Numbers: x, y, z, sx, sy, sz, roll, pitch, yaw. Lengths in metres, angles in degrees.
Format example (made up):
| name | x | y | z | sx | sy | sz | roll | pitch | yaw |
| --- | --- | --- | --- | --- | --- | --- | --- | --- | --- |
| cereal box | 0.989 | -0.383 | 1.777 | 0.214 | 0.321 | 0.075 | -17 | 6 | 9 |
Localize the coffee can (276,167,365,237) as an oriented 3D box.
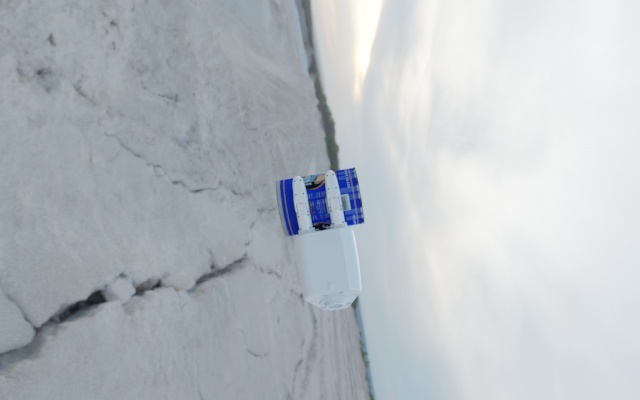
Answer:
| name | x | y | z | sx | sy | sz | roll | pitch | yaw |
| --- | --- | --- | --- | --- | --- | --- | --- | --- | --- |
| coffee can | 0.000 | 0.003 | 0.845 | 0.140 | 0.103 | 0.103 | -10 | 0 | 2 |
